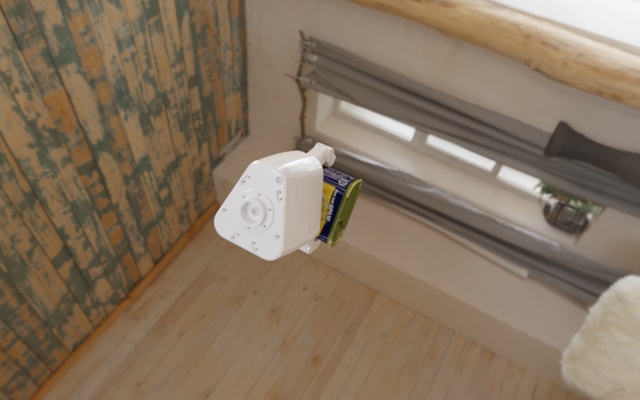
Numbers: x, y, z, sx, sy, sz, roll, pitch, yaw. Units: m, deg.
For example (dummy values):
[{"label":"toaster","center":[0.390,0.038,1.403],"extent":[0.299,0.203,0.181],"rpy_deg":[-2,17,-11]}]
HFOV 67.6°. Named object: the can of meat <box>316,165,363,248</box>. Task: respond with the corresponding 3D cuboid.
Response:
[{"label":"can of meat","center":[0.000,0.002,0.671],"extent":[0.084,0.102,0.057],"rpy_deg":[25,22,15]}]
